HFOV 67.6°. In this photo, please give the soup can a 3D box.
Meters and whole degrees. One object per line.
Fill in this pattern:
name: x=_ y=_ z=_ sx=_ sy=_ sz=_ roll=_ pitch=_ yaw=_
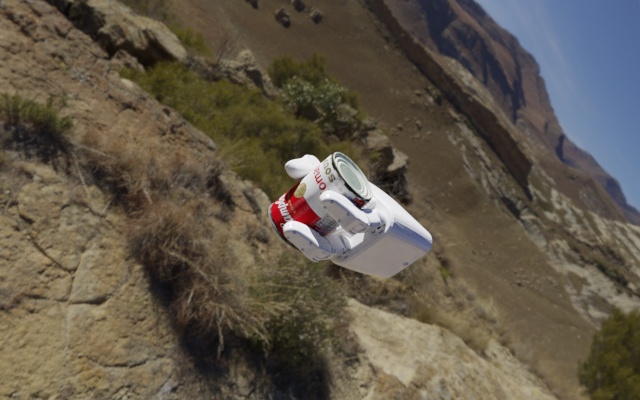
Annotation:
soup can: x=0.000 y=0.001 z=0.542 sx=0.102 sy=0.068 sz=0.068 roll=-39 pitch=-17 yaw=23
